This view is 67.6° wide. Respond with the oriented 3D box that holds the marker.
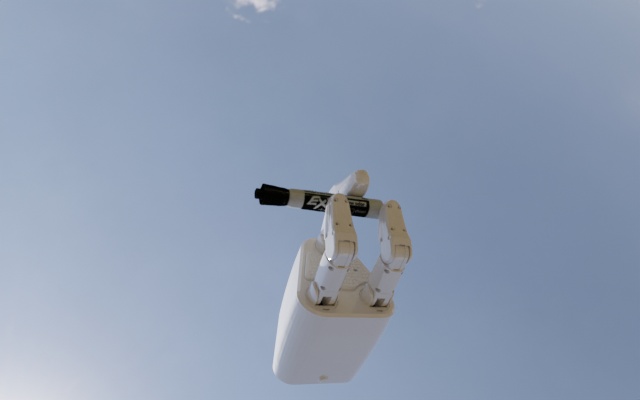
[{"bbox_3d":[0.000,0.001,0.430,0.121,0.020,0.020,8,-3,-22],"label":"marker"}]
